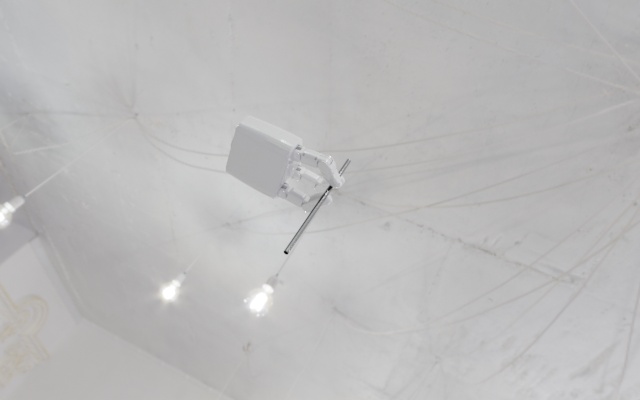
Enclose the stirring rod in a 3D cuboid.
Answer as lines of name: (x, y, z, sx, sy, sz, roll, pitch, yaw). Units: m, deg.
stirring rod: (0.000, 0.003, 0.779, 0.011, 0.011, 0.239, 0, 38, 33)
